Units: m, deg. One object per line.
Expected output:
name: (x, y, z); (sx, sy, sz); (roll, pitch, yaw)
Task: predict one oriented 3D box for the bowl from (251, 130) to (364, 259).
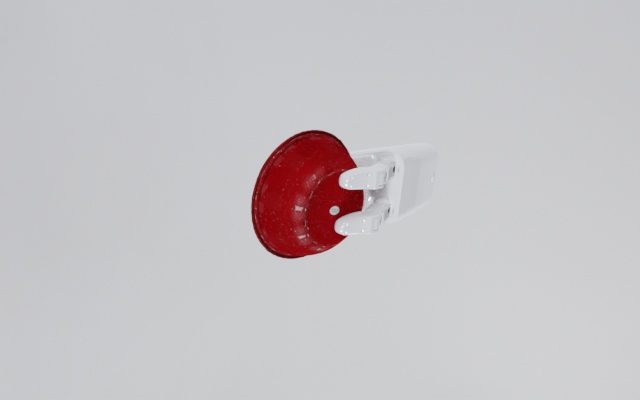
bowl: (-0.001, 0.002, 0.558); (0.162, 0.162, 0.055); (0, 17, -43)
